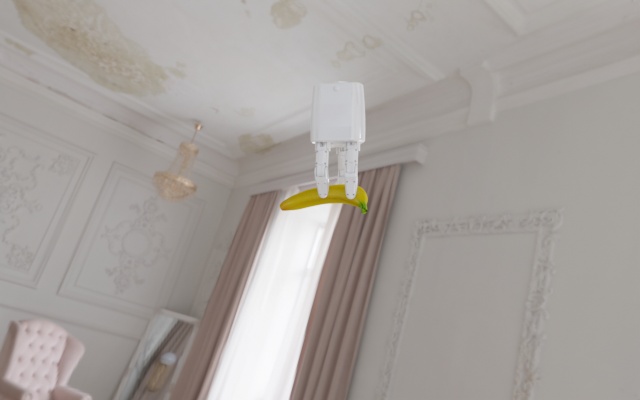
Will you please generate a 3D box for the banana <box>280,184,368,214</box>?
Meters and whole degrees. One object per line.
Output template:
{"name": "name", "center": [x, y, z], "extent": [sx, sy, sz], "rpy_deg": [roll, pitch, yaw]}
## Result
{"name": "banana", "center": [0.013, -0.005, 0.902], "extent": [0.198, 0.037, 0.069], "rpy_deg": [-1, 24, 36]}
